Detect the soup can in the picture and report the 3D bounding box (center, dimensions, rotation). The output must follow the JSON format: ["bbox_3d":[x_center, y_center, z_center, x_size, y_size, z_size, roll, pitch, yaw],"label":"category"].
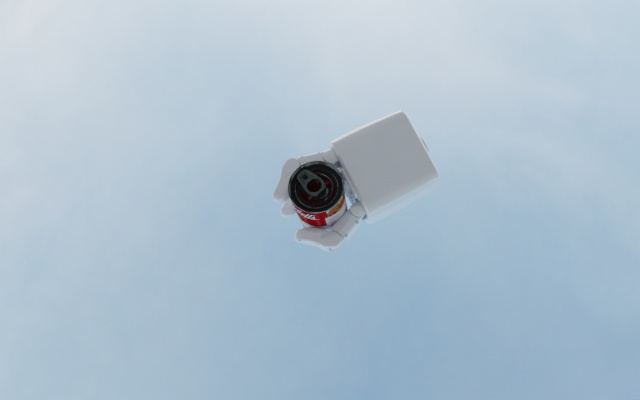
[{"bbox_3d":[0.000,0.002,0.611,0.068,0.068,0.102,0,-22,7],"label":"soup can"}]
